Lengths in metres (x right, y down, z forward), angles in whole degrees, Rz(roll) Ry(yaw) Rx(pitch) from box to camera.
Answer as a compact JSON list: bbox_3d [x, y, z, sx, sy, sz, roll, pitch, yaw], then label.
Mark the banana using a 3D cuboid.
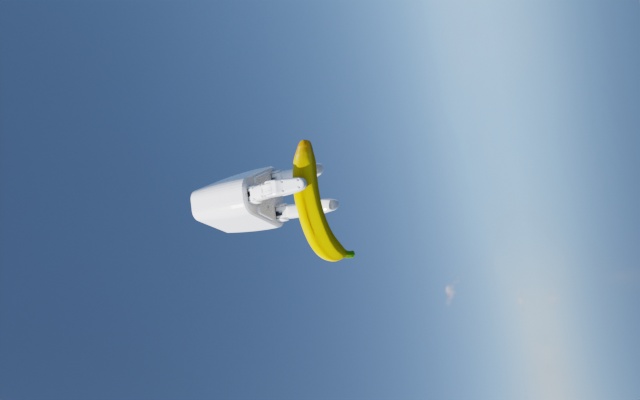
[{"bbox_3d":[-0.006,0.013,0.691,0.037,0.198,0.069,-10,19,30],"label":"banana"}]
